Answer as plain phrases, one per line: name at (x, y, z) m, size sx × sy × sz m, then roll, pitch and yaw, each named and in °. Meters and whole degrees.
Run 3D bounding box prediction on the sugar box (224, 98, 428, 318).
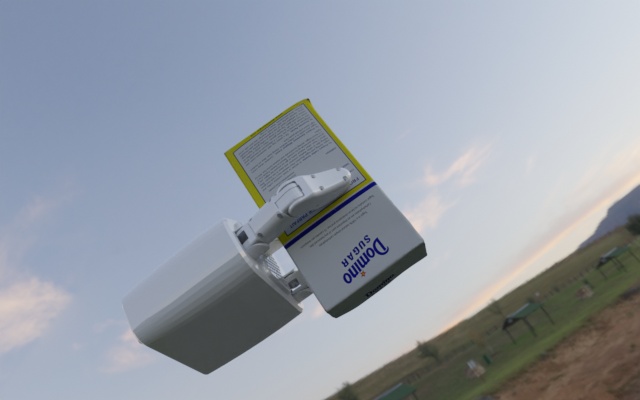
sugar box at (0.000, 0.002, 0.407) m, size 0.093 × 0.176 × 0.048 m, roll -35°, pitch -25°, yaw 0°
